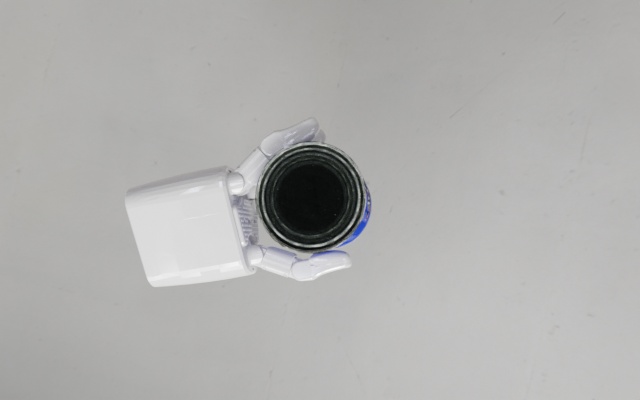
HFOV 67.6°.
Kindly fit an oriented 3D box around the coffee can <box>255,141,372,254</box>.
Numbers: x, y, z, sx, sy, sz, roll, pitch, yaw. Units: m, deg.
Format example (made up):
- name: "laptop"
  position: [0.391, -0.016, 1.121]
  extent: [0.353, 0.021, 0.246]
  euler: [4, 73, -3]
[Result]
- name: "coffee can"
  position: [0.000, 0.002, 0.499]
  extent: [0.103, 0.103, 0.140]
  euler: [0, -4, 8]
